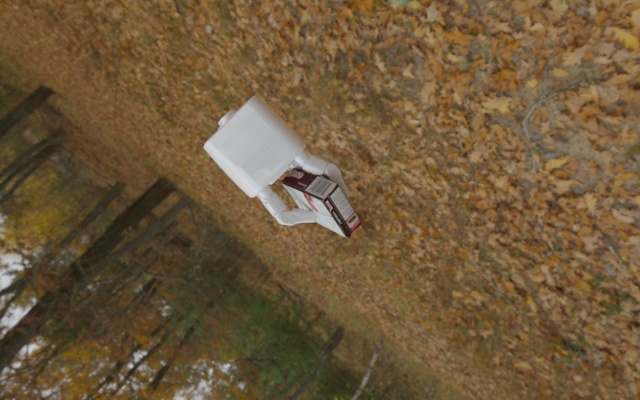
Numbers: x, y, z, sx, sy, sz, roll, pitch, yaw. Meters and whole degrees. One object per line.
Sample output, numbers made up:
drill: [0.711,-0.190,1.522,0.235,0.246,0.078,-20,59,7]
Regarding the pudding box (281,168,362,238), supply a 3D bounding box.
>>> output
pudding box: [0.000,0.002,0.738,0.113,0.039,0.090,26,-23,49]
